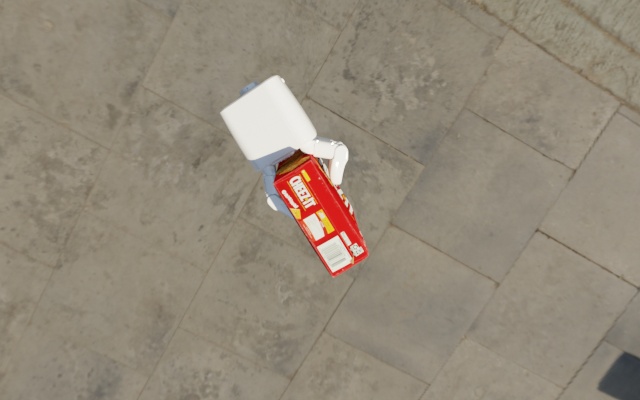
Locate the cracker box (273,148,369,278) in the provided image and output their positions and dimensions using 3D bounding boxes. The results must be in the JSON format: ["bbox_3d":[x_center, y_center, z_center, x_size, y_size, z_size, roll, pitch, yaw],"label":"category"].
[{"bbox_3d":[0.000,0.003,0.757,0.072,0.164,0.213,-31,12,6],"label":"cracker box"}]
